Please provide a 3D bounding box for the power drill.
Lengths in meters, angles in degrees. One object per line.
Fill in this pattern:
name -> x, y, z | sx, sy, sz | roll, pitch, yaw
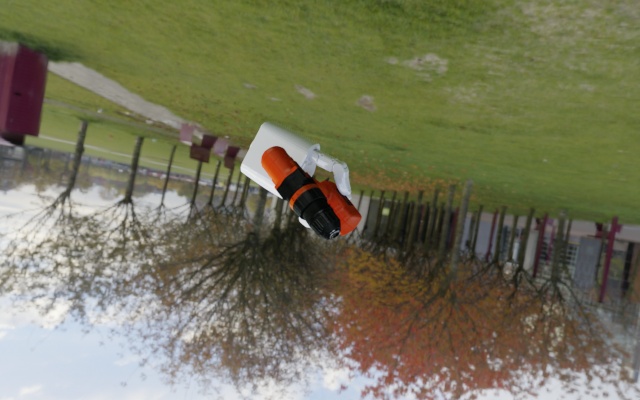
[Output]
power drill -> 0.000, 0.003, 0.777 | 0.057, 0.184, 0.188 | -42, -28, 9
